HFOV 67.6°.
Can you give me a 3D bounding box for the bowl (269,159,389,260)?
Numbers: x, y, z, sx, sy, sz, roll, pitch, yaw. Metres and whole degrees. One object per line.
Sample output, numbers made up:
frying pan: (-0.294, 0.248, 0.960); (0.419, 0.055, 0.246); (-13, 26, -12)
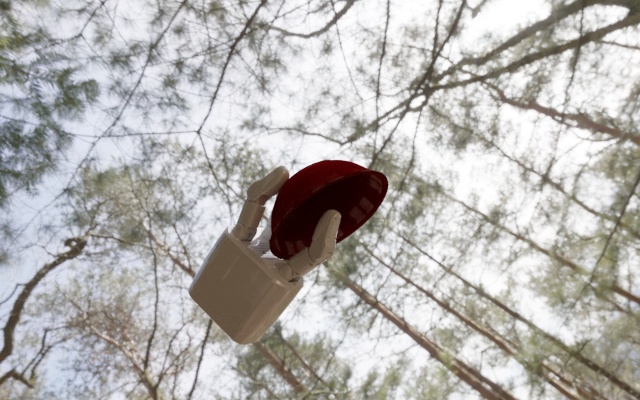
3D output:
bowl: (0.001, 0.001, 0.574); (0.162, 0.055, 0.162); (-26, -27, -14)
